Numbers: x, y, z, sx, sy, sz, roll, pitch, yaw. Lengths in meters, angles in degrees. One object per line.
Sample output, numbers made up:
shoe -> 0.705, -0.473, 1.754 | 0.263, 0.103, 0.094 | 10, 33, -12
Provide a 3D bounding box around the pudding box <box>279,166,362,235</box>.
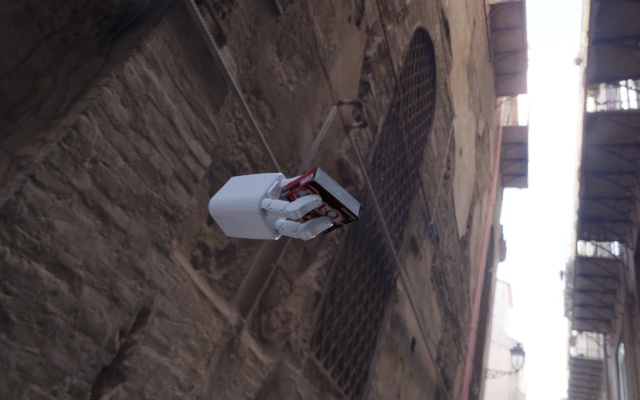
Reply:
pudding box -> 0.000, 0.003, 0.808 | 0.113, 0.039, 0.090 | 37, -43, -26
